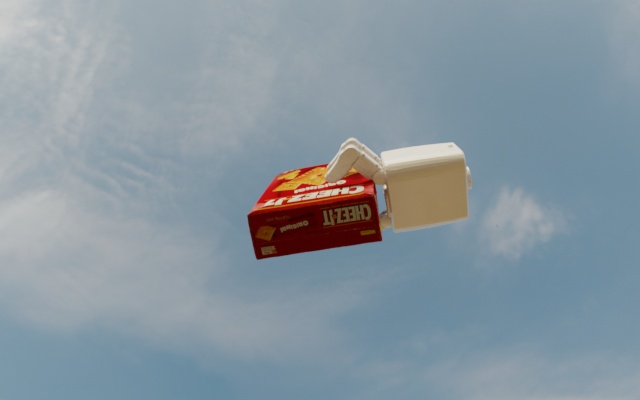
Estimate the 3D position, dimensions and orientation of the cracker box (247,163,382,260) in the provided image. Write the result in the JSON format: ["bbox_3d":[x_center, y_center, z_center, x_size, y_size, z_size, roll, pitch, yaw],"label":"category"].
[{"bbox_3d":[0.000,0.002,0.689,0.164,0.072,0.213,-10,15,8],"label":"cracker box"}]
